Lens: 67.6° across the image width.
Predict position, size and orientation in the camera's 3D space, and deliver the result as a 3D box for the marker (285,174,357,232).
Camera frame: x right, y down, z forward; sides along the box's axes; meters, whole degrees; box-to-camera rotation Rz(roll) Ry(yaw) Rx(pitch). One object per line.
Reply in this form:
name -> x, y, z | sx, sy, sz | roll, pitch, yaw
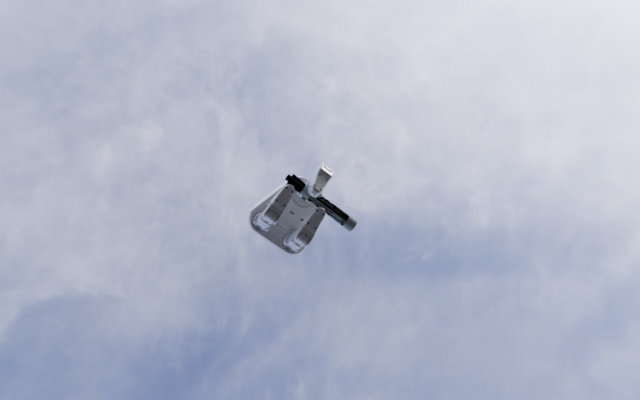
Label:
marker -> 0.000, 0.002, 0.682 | 0.121, 0.020, 0.020 | 37, -7, -9
